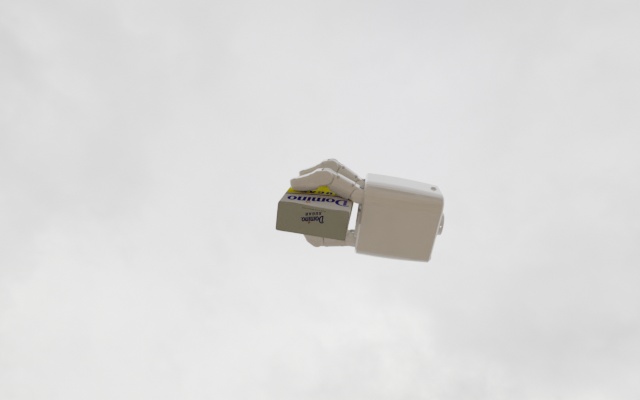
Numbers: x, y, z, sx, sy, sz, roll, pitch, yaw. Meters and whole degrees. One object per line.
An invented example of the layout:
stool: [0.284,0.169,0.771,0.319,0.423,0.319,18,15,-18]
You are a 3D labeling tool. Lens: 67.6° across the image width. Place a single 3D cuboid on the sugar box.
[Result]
sugar box: [0.000,0.002,0.676,0.093,0.048,0.176,9,14,4]
